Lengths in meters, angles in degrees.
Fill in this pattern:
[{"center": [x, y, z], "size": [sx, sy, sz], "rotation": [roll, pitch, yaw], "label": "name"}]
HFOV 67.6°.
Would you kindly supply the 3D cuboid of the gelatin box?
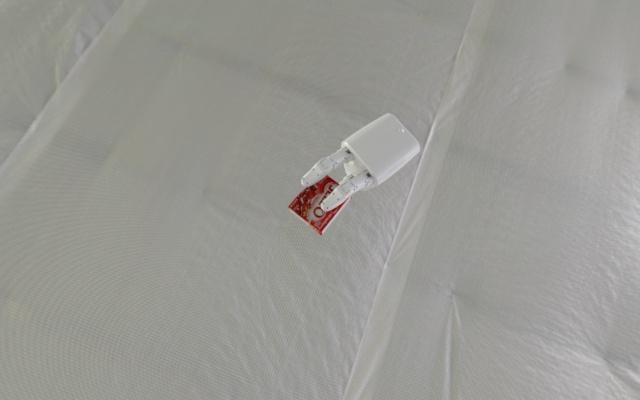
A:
[{"center": [0.000, 0.003, 0.820], "size": [0.073, 0.089, 0.030], "rotation": [38, -12, 10], "label": "gelatin box"}]
